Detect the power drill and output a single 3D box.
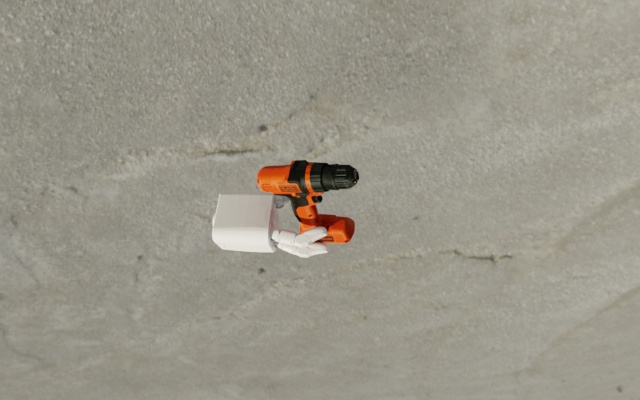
[{"bbox_3d":[0.000,0.003,0.852,0.184,0.057,0.188,1,-39,26],"label":"power drill"}]
